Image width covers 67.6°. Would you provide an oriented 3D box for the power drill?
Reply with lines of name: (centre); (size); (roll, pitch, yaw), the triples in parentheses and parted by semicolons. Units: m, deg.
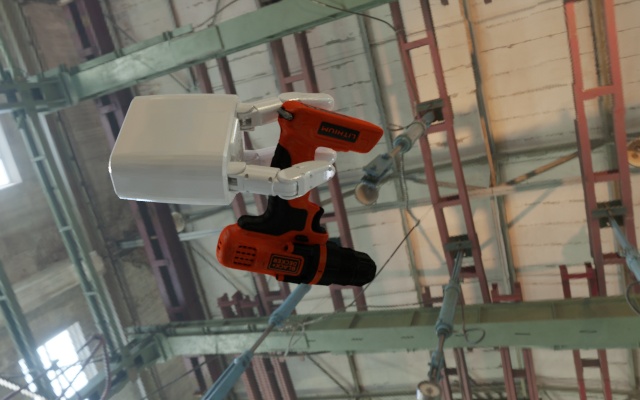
power drill: (0.000, 0.001, 0.504); (0.184, 0.188, 0.057); (12, 13, -24)
